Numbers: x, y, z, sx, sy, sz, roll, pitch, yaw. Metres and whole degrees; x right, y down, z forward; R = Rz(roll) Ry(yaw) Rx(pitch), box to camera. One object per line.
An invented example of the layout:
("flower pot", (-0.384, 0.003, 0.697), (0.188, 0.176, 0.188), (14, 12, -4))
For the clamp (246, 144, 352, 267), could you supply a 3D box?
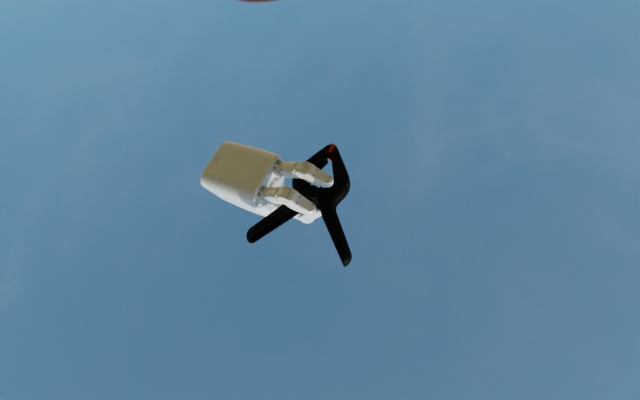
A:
("clamp", (0.000, 0.002, 0.755), (0.164, 0.210, 0.036), (19, -28, 15))
